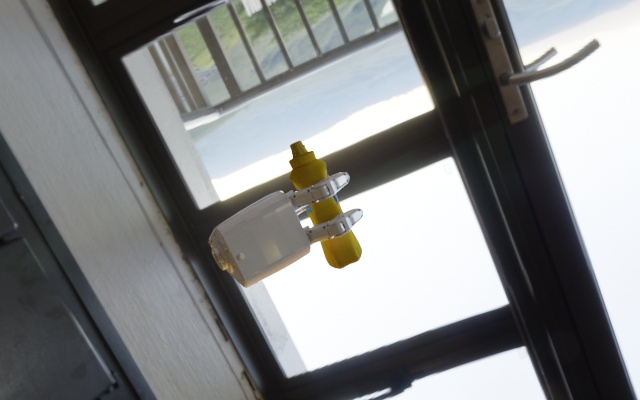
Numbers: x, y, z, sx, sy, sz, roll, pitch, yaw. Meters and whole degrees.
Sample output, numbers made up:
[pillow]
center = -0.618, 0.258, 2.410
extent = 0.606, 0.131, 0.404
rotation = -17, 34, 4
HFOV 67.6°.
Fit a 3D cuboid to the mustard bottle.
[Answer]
[mustard bottle]
center = 0.001, 0.002, 0.710
extent = 0.058, 0.192, 0.096
rotation = -24, 12, 0
